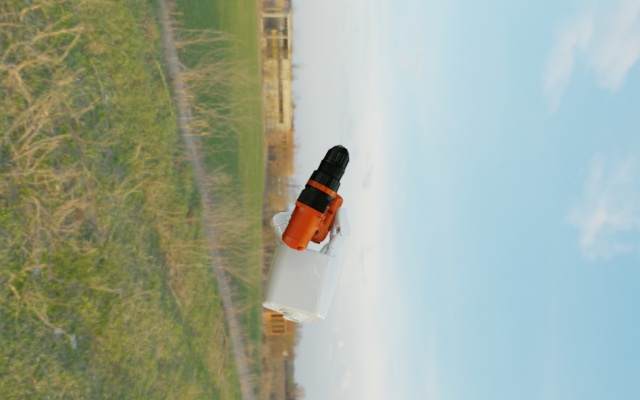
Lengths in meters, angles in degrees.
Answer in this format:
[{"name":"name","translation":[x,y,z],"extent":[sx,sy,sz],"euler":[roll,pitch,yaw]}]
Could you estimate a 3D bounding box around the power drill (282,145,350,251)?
[{"name":"power drill","translation":[0.000,0.003,0.835],"extent":[0.057,0.184,0.188],"euler":[28,-4,10]}]
